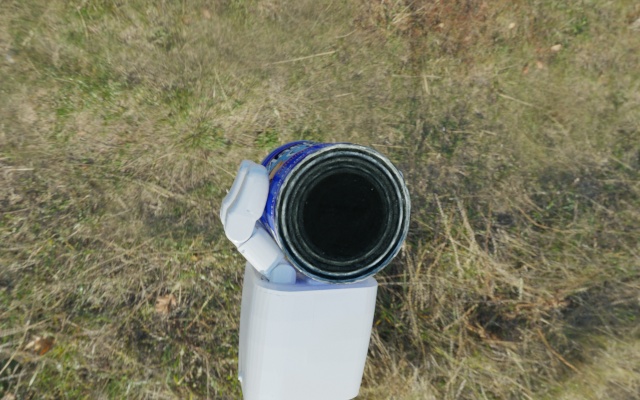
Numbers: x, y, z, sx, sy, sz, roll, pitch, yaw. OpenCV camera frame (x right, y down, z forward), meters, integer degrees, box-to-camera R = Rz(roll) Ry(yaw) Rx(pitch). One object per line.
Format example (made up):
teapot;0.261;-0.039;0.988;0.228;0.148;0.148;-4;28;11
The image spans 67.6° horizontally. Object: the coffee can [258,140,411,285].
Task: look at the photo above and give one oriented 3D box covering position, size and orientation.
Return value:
coffee can;0.000;0.001;0.406;0.103;0.103;0.140;0;8;-15
